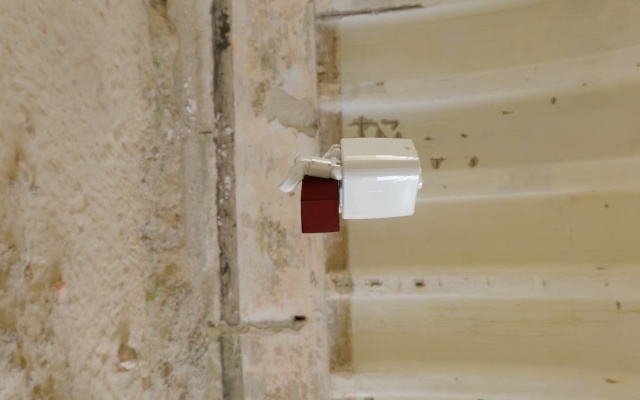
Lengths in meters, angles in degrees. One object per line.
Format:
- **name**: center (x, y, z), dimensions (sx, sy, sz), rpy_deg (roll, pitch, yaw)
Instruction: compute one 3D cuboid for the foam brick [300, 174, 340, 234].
- **foam brick**: center (0.000, 0.002, 0.653), dimensions (0.051, 0.053, 0.078), rpy_deg (-1, 31, 1)
